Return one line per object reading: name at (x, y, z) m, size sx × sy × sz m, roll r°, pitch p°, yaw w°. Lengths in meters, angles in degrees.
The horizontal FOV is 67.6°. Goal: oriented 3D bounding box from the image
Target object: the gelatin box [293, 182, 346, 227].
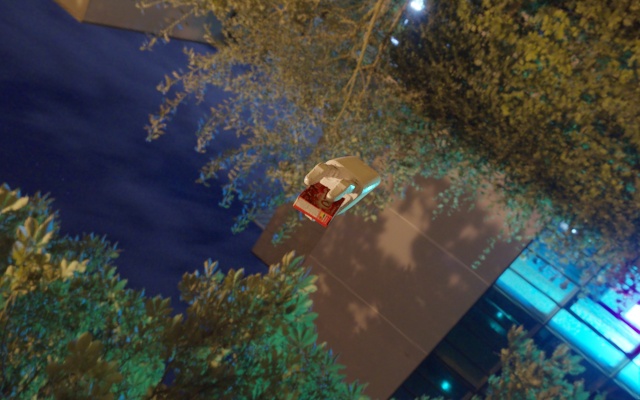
gelatin box at (0.000, 0.003, 0.894) m, size 0.073 × 0.030 × 0.089 m, roll 33°, pitch 30°, yaw 4°
